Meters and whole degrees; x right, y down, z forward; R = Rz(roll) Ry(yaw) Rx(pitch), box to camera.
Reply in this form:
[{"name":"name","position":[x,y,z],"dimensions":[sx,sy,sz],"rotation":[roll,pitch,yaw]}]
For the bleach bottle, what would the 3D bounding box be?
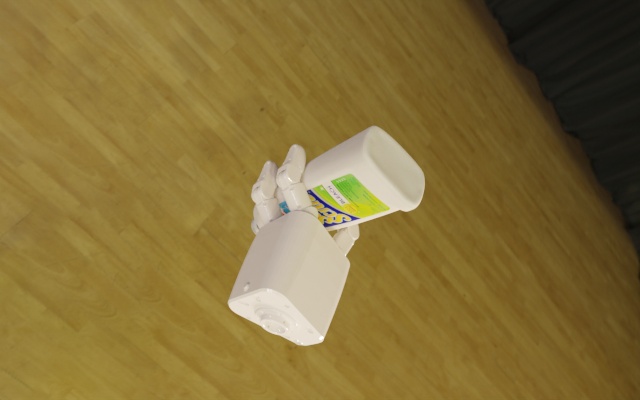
[{"name":"bleach bottle","position":[0.000,0.002,0.600],"dimensions":[0.102,0.068,0.251],"rotation":[42,-43,-21]}]
